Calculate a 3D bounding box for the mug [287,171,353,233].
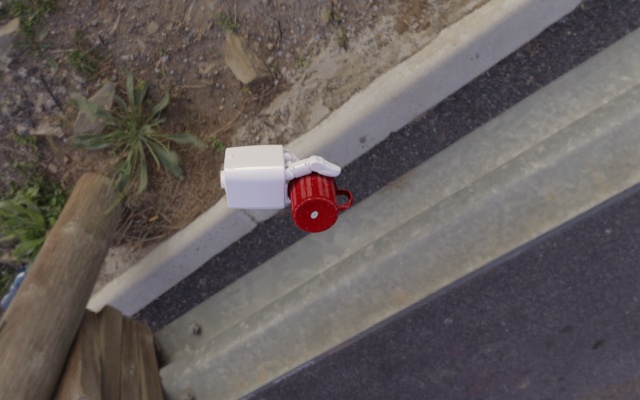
[{"bbox_3d":[0.002,0.003,0.853,0.117,0.093,0.081,-3,37,-5],"label":"mug"}]
